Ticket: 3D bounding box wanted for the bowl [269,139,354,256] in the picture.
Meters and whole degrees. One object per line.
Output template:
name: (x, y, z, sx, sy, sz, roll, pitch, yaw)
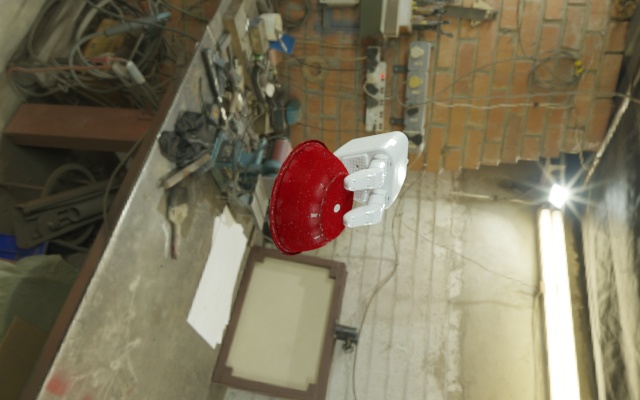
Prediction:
bowl: (0.000, 0.003, 0.637, 0.055, 0.162, 0.162, 15, 7, 28)
